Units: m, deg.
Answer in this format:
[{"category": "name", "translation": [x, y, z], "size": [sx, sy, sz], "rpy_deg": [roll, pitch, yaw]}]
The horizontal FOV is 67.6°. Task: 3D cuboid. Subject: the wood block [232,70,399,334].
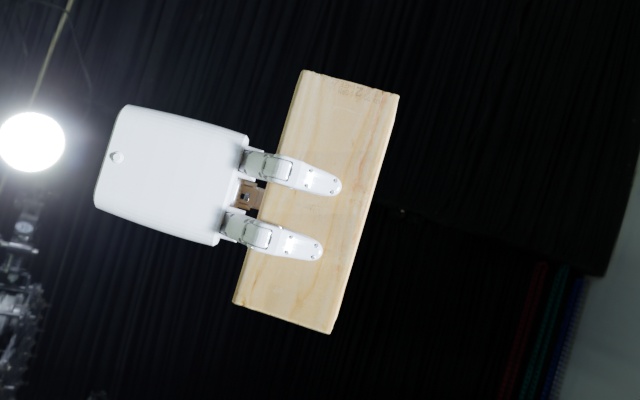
[{"category": "wood block", "translation": [0.000, 0.001, 0.441], "size": [0.090, 0.206, 0.091], "rpy_deg": [16, -1, 6]}]
